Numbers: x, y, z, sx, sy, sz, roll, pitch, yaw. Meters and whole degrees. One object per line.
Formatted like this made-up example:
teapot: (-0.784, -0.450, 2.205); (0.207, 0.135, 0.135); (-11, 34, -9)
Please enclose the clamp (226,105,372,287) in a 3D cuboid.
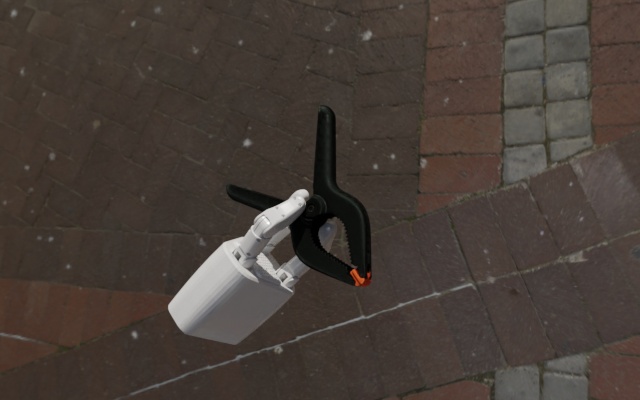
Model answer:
clamp: (0.000, 0.002, 0.544); (0.210, 0.164, 0.036); (49, 11, 23)
